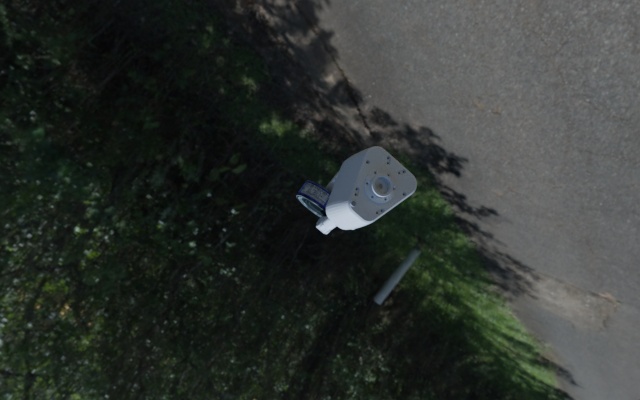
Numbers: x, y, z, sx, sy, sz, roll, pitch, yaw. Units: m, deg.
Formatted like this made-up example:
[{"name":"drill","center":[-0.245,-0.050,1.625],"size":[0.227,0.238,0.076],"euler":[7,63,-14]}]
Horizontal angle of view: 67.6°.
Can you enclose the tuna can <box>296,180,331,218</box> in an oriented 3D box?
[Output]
[{"name":"tuna can","center":[0.000,0.003,0.842],"size":[0.086,0.033,0.086],"euler":[34,-12,8]}]
